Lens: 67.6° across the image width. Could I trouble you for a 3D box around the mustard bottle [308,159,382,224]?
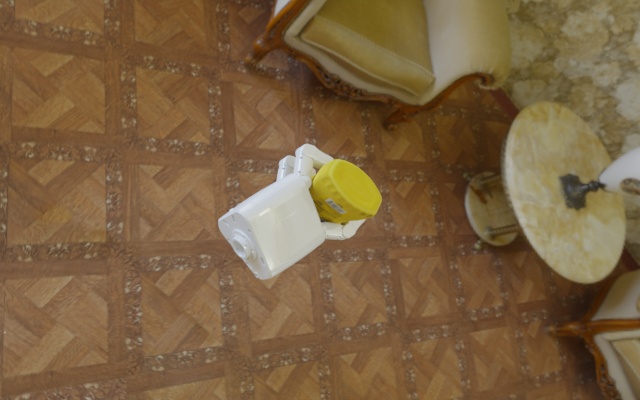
[{"bbox_3d":[0.000,0.002,0.732,0.096,0.058,0.192,39,-31,-19],"label":"mustard bottle"}]
